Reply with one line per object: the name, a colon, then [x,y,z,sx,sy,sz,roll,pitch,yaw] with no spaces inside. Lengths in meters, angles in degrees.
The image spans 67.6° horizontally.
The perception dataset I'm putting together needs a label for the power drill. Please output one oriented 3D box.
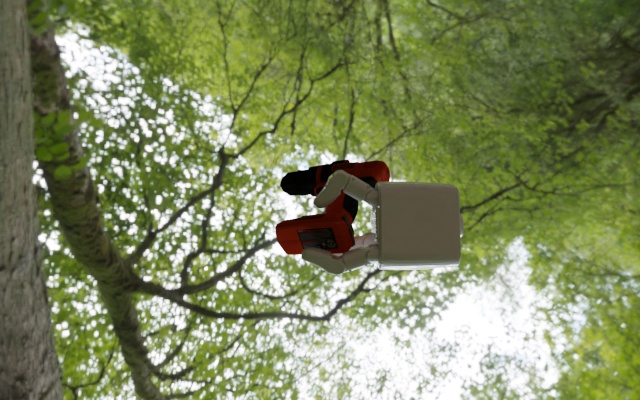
power drill: [0.000,0.003,0.710,0.184,0.057,0.187,-6,32,23]
